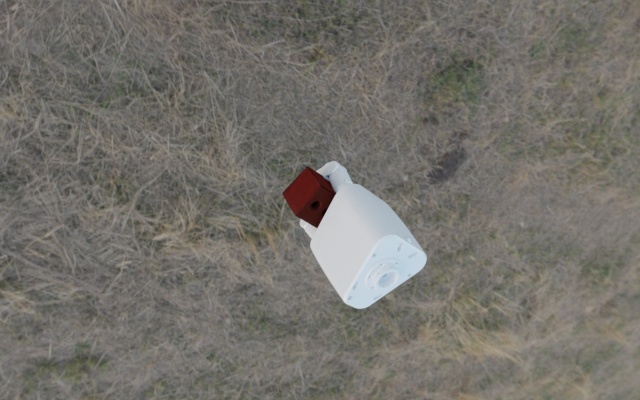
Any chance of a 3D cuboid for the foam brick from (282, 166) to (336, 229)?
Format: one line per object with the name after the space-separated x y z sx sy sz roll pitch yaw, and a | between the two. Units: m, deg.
0.000 0.002 0.632 0.078 0.053 0.051 31 17 -38 | foam brick
